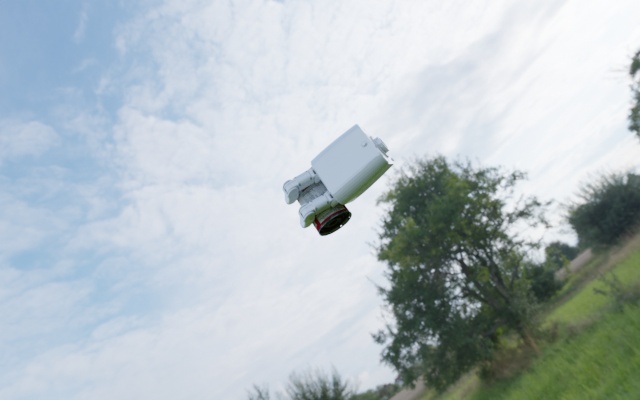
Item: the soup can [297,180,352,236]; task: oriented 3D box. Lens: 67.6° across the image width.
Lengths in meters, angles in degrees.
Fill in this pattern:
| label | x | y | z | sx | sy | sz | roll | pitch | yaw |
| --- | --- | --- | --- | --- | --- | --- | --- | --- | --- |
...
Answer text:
| label | x | y | z | sx | sy | sz | roll | pitch | yaw |
| --- | --- | --- | --- | --- | --- | --- | --- | --- | --- |
| soup can | 0.000 | 0.003 | 0.848 | 0.068 | 0.102 | 0.068 | -29 | -23 | -14 |
